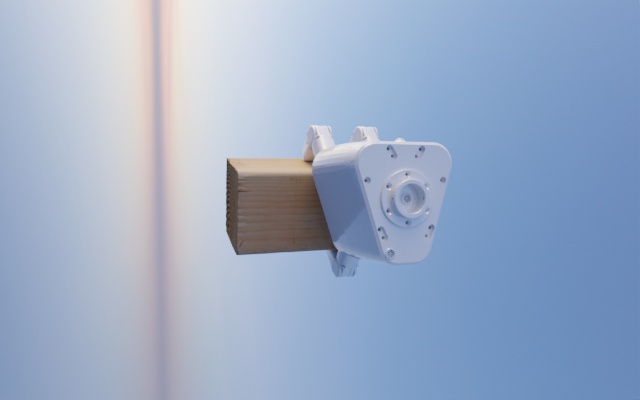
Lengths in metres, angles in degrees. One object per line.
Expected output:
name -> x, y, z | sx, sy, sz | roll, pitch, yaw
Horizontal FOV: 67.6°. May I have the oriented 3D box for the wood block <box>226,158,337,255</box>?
wood block -> 0.000, 0.002, 0.550 | 0.206, 0.091, 0.090 | -1, 15, -19
